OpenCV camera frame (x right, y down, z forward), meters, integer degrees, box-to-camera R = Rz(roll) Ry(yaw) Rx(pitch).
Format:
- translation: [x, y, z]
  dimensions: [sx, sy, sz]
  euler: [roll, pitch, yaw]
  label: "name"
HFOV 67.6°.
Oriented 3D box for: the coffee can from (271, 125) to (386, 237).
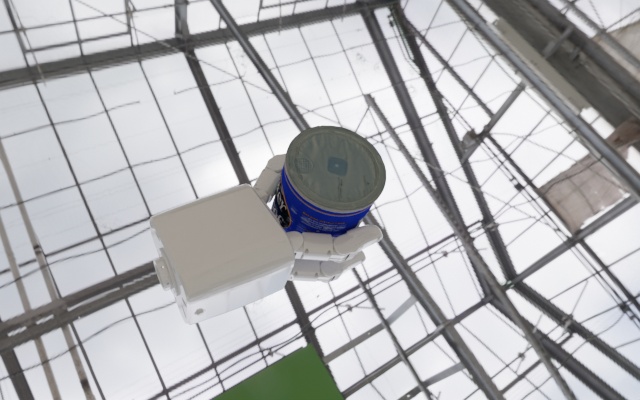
- translation: [0.000, 0.002, 0.523]
  dimensions: [0.103, 0.102, 0.140]
  euler: [0, -32, -16]
  label: "coffee can"
